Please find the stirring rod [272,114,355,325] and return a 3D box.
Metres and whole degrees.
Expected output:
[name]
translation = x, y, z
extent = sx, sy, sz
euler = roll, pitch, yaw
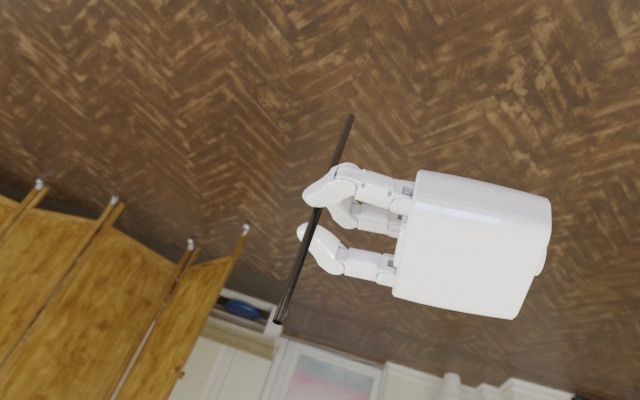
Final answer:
[stirring rod]
translation = 0.000, 0.001, 0.428
extent = 0.011, 0.239, 0.011
euler = 12, -39, 10
